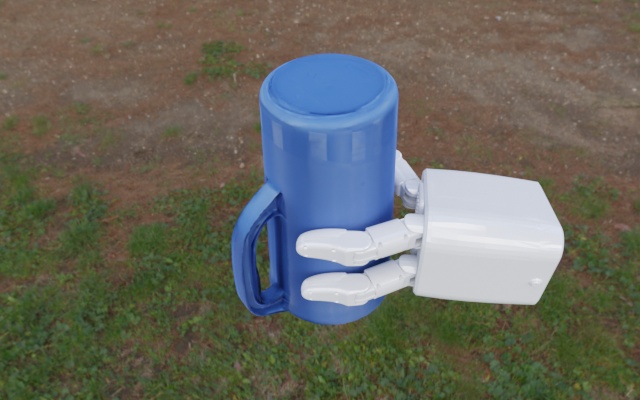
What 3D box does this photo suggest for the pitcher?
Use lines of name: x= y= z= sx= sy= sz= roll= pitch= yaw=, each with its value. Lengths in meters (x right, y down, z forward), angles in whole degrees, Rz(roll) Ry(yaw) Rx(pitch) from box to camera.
pitcher: x=0.000 y=0.001 z=0.441 sx=0.145 sy=0.243 sz=0.149 roll=5 pitch=44 yaw=8
